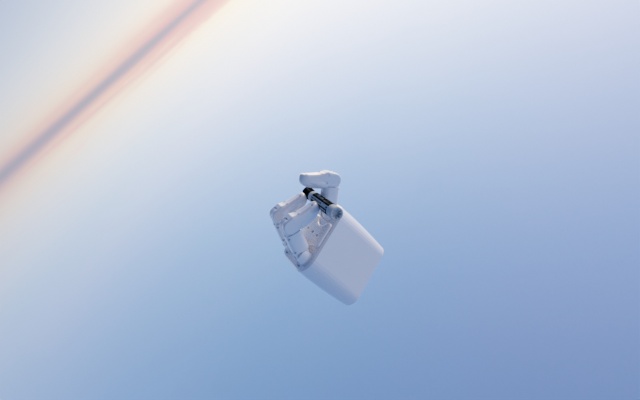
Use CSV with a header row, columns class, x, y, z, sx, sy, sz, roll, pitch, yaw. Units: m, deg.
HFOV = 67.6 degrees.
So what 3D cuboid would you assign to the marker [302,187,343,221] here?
class,x,y,z,sx,sy,sz,roll,pitch,yaw
marker,0.000,0.002,0.672,0.020,0.020,0.121,0,15,-21
